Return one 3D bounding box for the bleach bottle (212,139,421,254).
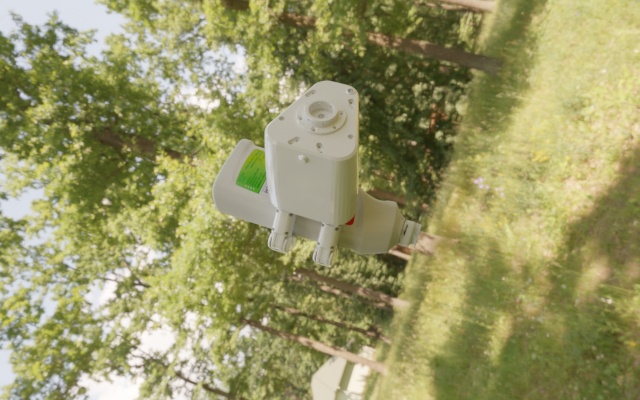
[{"bbox_3d":[0.000,0.002,0.592,0.251,0.102,0.068,16,-36,12],"label":"bleach bottle"}]
